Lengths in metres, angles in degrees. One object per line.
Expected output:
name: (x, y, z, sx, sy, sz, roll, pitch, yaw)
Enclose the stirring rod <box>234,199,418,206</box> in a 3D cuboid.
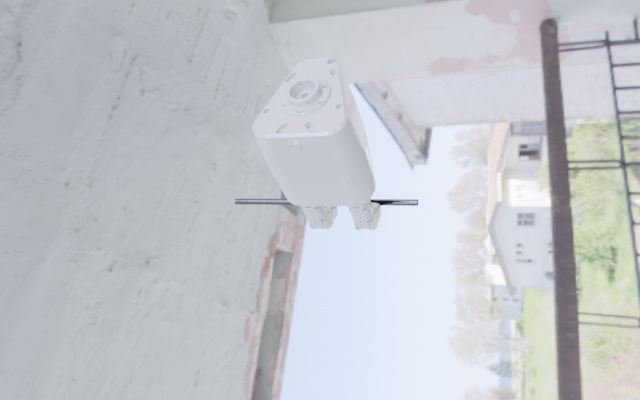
stirring rod: (0.000, 0.002, 0.595, 0.239, 0.011, 0.011, 0, 0, 20)
